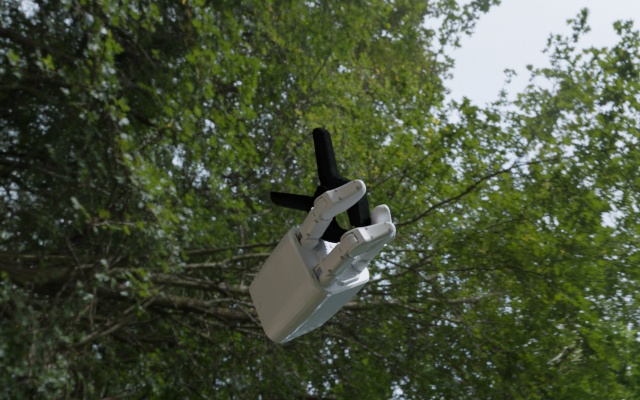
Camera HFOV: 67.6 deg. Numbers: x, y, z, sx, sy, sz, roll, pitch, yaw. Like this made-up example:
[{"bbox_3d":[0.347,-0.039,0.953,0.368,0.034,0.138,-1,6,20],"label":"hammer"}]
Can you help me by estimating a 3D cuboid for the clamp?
[{"bbox_3d":[0.001,0.002,0.591,0.039,0.171,0.120,13,-53,-42],"label":"clamp"}]
